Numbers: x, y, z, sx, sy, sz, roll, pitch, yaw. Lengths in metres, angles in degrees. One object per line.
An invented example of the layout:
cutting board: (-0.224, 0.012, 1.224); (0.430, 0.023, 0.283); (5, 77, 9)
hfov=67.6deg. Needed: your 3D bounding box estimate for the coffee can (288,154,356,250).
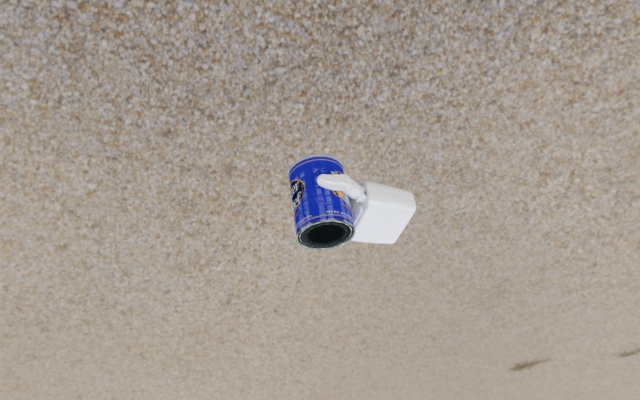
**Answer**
coffee can: (0.000, 0.003, 0.847); (0.103, 0.140, 0.103); (-6, -33, -4)
